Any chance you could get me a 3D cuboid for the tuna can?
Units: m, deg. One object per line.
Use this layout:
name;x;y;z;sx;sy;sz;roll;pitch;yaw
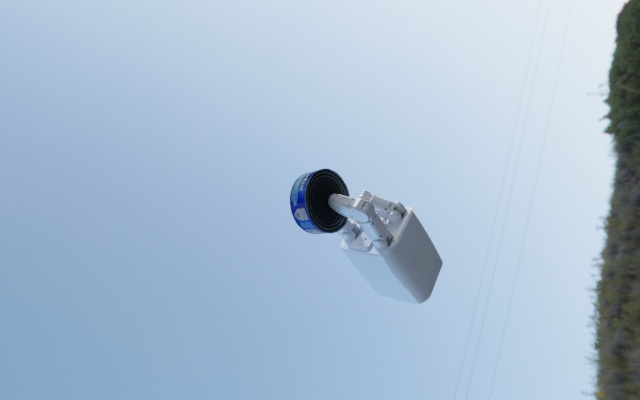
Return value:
tuna can;0.000;0.002;0.638;0.034;0.086;0.086;-9;-6;44
